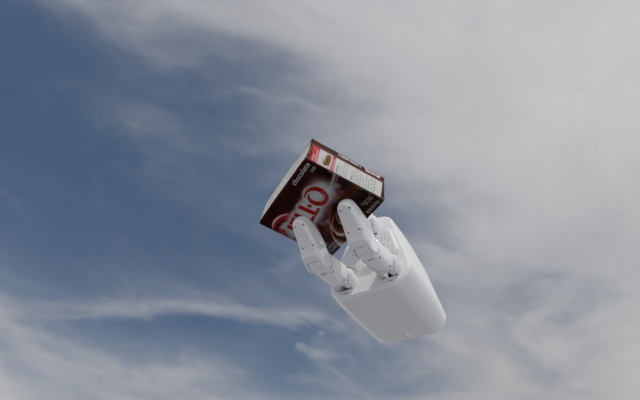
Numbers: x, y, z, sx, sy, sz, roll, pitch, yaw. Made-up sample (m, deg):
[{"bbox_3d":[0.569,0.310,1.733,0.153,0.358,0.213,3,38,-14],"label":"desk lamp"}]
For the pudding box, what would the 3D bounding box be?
[{"bbox_3d":[0.000,0.002,0.497,0.090,0.039,0.113,27,-50,-14],"label":"pudding box"}]
